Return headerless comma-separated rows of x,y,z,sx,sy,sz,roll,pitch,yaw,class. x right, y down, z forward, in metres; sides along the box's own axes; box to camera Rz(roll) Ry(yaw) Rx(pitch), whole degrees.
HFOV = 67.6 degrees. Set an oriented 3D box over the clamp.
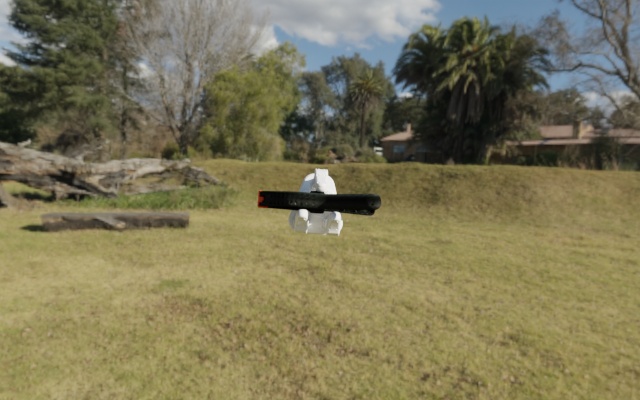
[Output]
0.000,0.002,0.792,0.210,0.036,0.164,4,-6,-3,clamp
